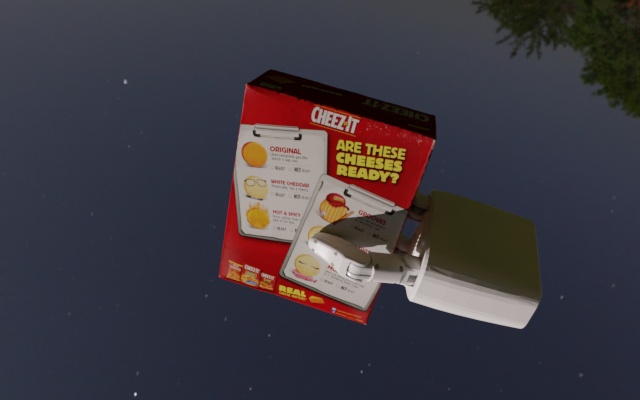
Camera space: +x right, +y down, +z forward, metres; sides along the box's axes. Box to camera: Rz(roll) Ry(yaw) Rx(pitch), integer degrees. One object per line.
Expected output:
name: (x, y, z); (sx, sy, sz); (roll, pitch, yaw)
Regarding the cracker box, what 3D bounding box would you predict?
cracker box: (0.000, 0.002, 0.464); (0.164, 0.214, 0.072); (17, 30, 5)
